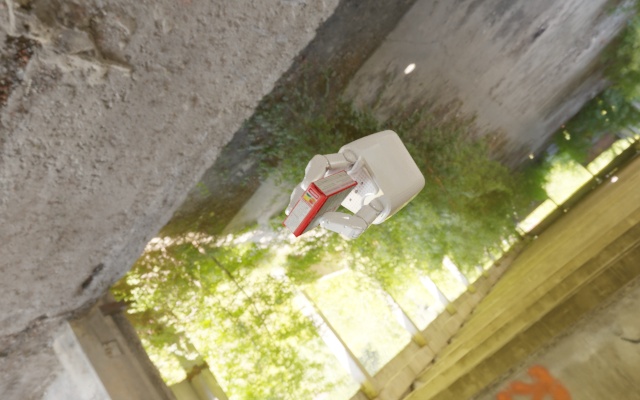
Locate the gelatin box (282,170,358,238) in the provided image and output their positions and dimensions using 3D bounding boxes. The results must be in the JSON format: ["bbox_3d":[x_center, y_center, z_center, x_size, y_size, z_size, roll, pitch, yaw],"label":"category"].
[{"bbox_3d":[0.000,0.002,0.609,0.030,0.073,0.089,44,31,12],"label":"gelatin box"}]
